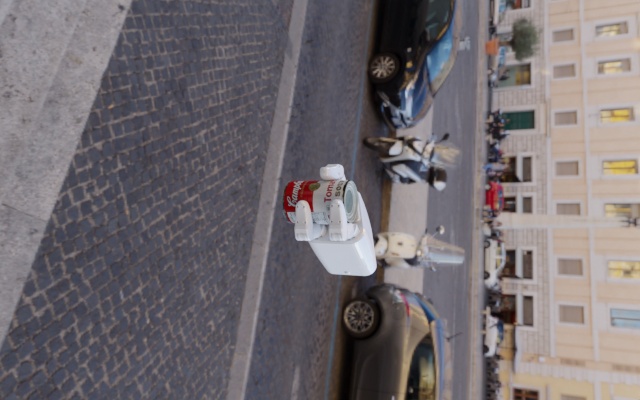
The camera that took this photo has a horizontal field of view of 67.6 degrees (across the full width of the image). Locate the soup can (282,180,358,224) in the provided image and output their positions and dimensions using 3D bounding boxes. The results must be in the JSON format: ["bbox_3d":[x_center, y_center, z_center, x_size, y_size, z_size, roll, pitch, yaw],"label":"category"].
[{"bbox_3d":[0.000,0.002,0.740,0.102,0.068,0.068,0,0,23],"label":"soup can"}]
